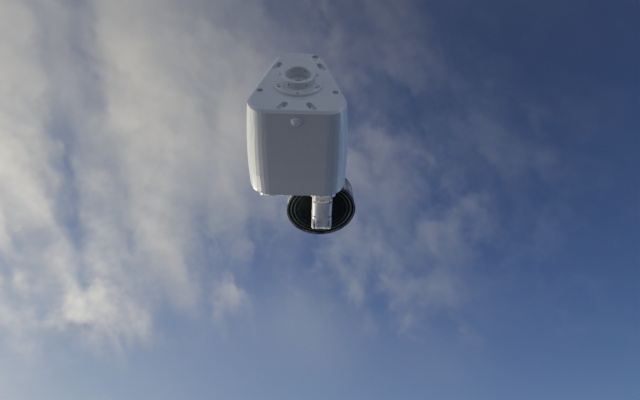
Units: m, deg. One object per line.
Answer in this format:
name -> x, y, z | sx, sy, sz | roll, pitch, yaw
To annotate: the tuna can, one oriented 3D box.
tuna can -> 0.000, 0.002, 0.607 | 0.086, 0.086, 0.033 | 0, 44, -4
